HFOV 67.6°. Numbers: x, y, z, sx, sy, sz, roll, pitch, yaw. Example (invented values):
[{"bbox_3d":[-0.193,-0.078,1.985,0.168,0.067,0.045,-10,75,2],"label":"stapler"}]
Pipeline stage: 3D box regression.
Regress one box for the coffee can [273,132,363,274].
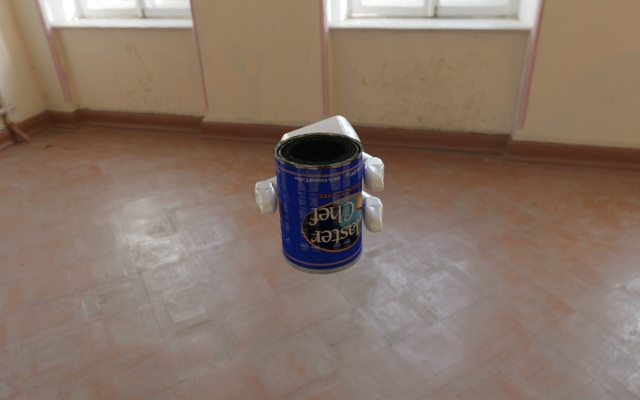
[{"bbox_3d":[0.000,0.002,0.573,0.103,0.140,0.102,-2,28,1],"label":"coffee can"}]
